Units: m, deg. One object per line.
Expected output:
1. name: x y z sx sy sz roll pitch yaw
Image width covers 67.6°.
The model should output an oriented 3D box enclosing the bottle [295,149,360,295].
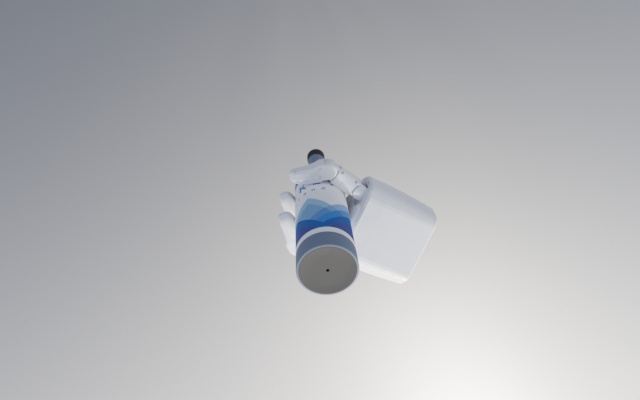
1. bottle: 0.000 0.002 0.623 0.069 0.069 0.295 0 29 -3
